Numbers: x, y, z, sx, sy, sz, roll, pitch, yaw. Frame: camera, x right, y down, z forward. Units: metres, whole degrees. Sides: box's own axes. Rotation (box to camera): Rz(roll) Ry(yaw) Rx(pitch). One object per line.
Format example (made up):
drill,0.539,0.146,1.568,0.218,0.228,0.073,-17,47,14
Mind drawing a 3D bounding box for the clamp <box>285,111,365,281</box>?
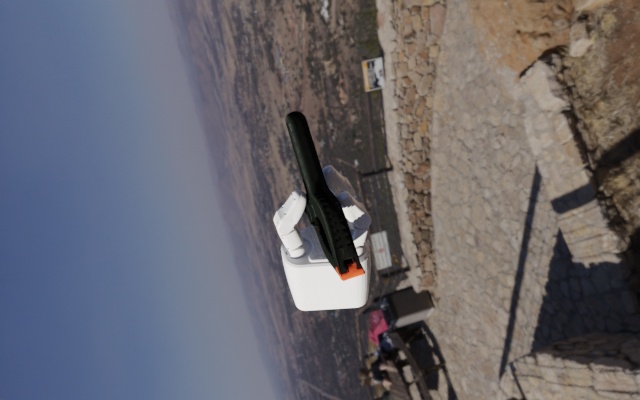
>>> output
clamp,0.000,0.003,0.577,0.036,0.165,0.209,-17,43,-10
